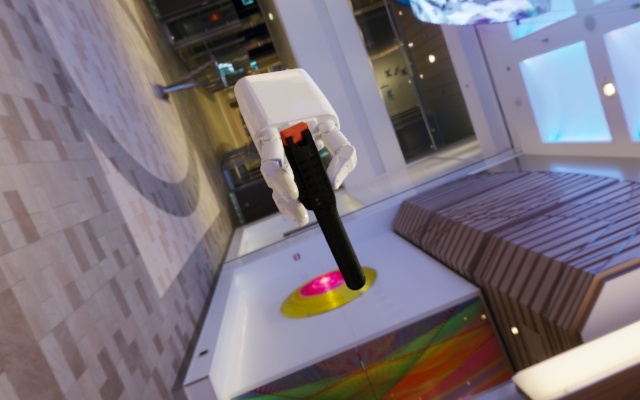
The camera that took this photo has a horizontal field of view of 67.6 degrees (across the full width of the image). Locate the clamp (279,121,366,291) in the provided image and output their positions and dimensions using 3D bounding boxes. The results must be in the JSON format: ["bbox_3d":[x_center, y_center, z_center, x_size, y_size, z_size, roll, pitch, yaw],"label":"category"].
[{"bbox_3d":[0.001,0.001,0.544,0.036,0.164,0.210,-26,-35,-7],"label":"clamp"}]
